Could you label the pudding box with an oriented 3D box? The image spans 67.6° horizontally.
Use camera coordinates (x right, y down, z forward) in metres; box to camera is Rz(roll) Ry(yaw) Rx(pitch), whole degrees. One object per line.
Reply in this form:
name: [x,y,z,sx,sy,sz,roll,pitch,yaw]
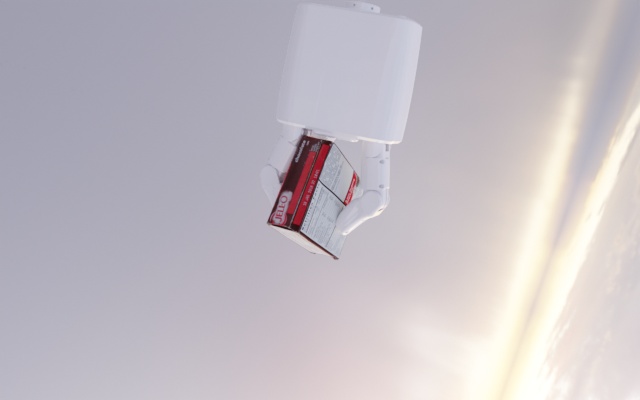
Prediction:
pudding box: [0.000,0.002,0.465,0.039,0.090,0.113,15,-13,27]
